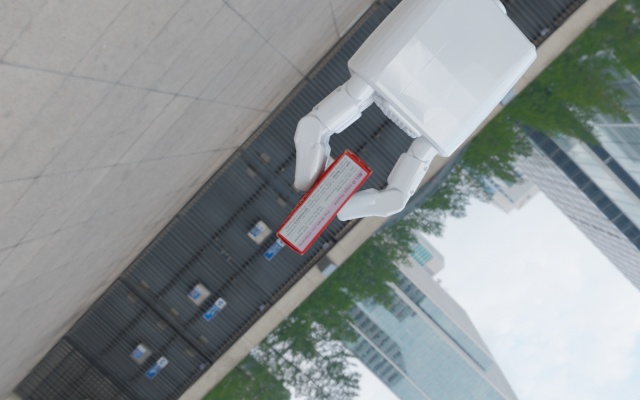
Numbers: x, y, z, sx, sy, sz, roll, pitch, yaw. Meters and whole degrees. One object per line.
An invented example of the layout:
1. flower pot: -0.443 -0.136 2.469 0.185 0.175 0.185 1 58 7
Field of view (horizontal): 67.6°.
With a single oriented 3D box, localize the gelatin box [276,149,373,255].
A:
1. gelatin box: 0.000 0.002 0.404 0.030 0.089 0.073 39 -3 -3
